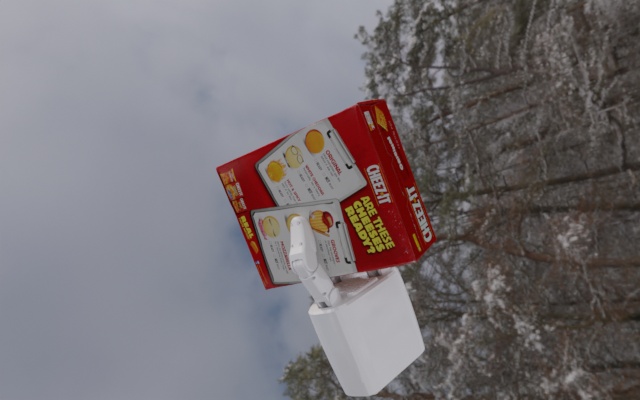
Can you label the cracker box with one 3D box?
[{"bbox_3d":[0.000,0.002,0.539,0.214,0.164,0.072,-18,6,37],"label":"cracker box"}]
